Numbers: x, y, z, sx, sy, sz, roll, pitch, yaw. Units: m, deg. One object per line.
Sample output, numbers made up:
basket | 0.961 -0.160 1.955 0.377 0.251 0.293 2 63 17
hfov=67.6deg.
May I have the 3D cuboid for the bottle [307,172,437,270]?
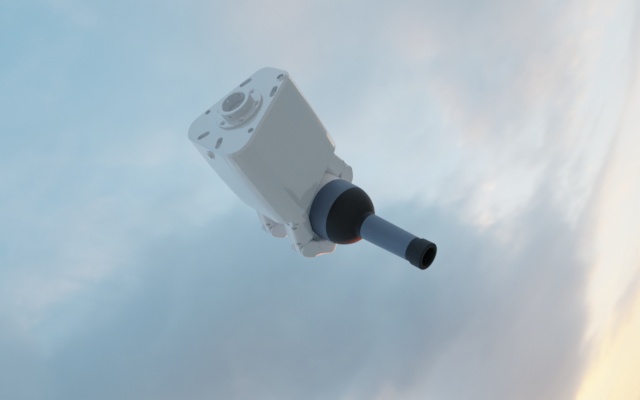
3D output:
bottle | 0.000 0.002 0.534 0.069 0.069 0.295 0 20 -46
